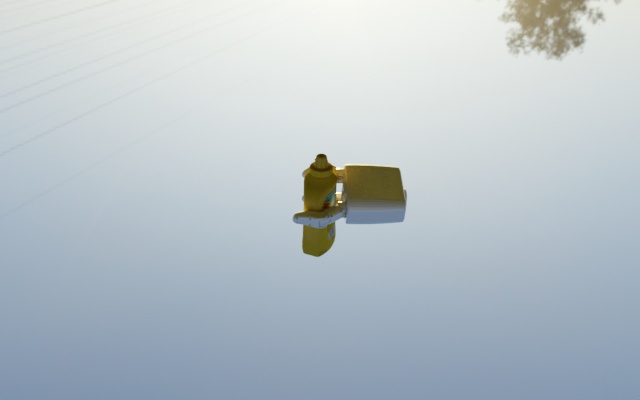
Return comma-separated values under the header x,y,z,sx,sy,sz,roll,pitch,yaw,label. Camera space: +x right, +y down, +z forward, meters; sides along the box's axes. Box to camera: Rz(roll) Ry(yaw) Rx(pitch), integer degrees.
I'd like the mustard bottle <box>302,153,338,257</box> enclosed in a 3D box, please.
x,y,z,sx,sy,sz,roll,pitch,yaw,label
0.000,0.003,0.870,0.058,0.192,0.096,14,36,17,mustard bottle
